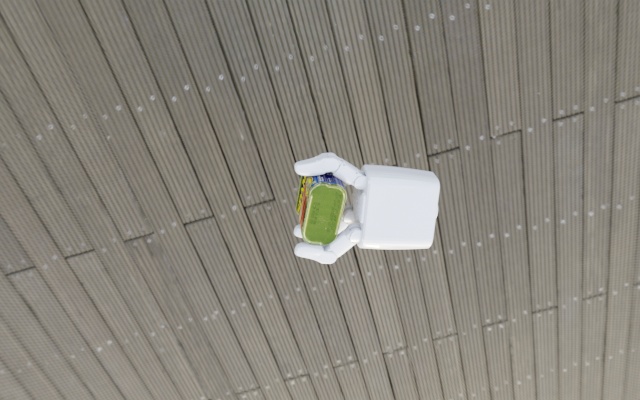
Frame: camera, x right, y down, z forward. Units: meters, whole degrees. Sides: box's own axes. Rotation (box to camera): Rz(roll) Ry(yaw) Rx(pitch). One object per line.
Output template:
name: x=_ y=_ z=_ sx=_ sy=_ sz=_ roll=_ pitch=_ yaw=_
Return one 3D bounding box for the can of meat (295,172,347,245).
can of meat: x=0.000 y=0.002 z=0.686 sx=0.057 sy=0.102 sz=0.084 roll=6 pitch=27 yaw=-11
